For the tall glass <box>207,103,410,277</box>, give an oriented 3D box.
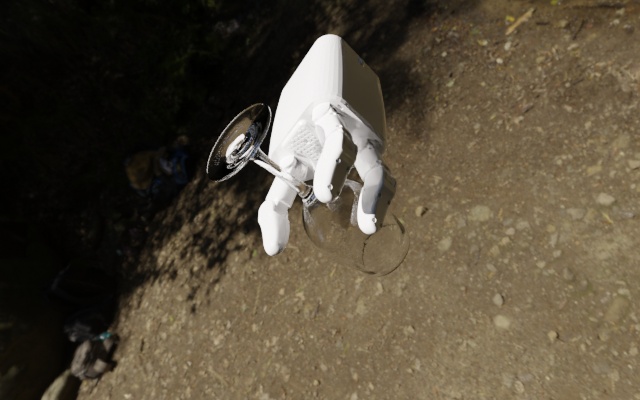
[{"bbox_3d":[0.000,0.001,0.434,0.201,0.079,0.079,37,-23,-34],"label":"tall glass"}]
